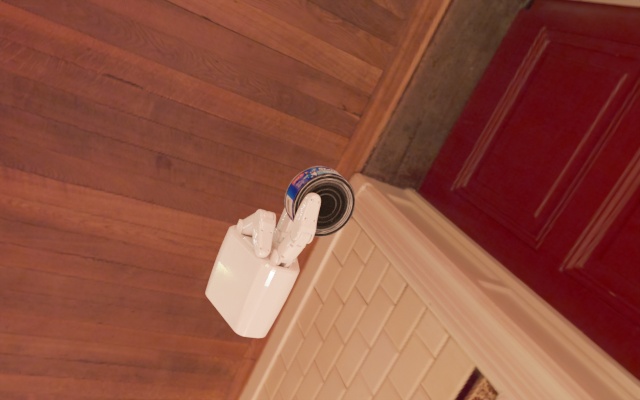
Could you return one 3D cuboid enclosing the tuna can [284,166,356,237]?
[{"bbox_3d":[0.000,0.002,0.600,0.086,0.086,0.033,0,21,-23],"label":"tuna can"}]
